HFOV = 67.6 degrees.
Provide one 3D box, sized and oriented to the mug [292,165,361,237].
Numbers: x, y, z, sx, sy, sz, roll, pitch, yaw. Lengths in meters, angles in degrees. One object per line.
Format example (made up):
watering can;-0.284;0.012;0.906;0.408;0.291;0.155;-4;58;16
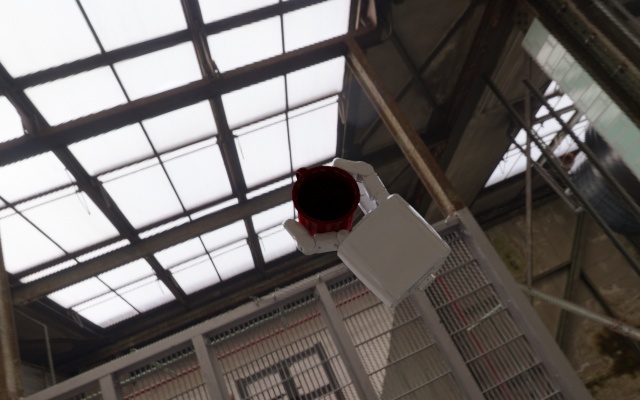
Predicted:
mug;-0.001;0.001;0.685;0.093;0.117;0.081;-34;-24;-17
